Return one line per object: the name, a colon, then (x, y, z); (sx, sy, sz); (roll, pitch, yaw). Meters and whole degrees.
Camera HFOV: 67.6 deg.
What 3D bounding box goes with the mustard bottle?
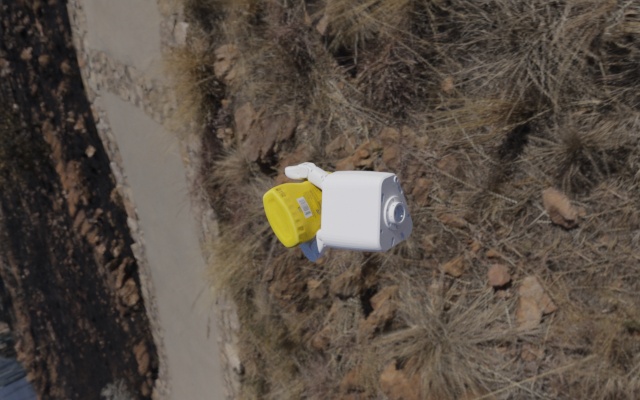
mustard bottle: (0.000, 0.003, 0.790); (0.191, 0.096, 0.058); (-23, -6, -44)
